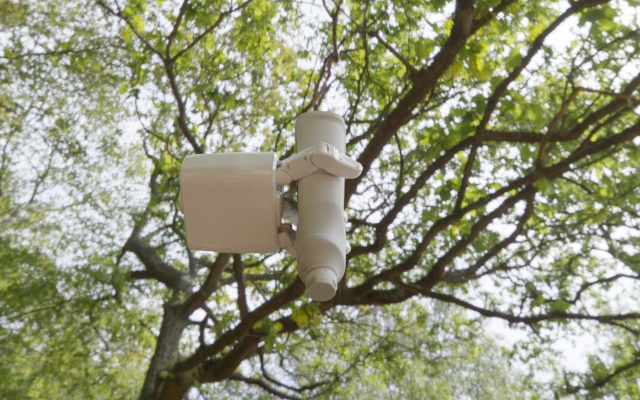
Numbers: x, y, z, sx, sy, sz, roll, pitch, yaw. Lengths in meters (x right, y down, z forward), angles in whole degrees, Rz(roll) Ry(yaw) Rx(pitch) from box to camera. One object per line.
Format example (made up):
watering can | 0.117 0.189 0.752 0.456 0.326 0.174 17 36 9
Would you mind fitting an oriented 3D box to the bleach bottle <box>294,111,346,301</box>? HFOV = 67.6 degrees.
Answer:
bleach bottle | 0.000 0.002 0.551 0.068 0.103 0.250 0 40 0
